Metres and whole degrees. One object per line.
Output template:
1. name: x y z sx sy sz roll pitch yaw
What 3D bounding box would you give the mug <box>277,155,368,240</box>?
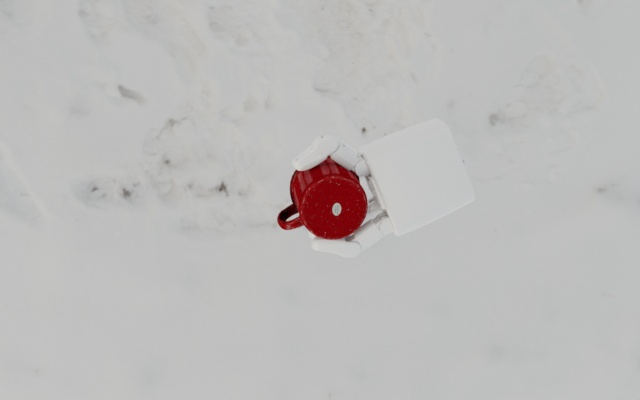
1. mug: -0.001 0.003 0.583 0.117 0.093 0.081 -25 20 1
